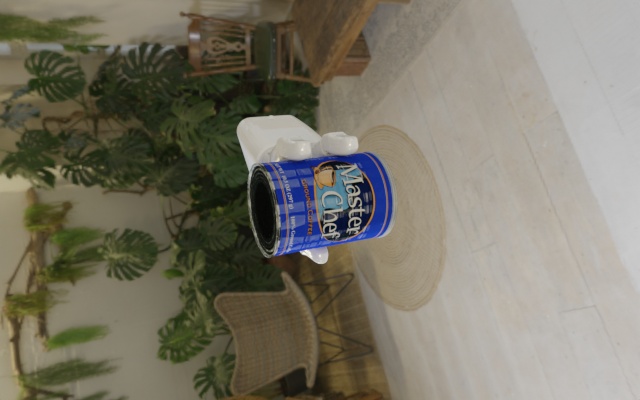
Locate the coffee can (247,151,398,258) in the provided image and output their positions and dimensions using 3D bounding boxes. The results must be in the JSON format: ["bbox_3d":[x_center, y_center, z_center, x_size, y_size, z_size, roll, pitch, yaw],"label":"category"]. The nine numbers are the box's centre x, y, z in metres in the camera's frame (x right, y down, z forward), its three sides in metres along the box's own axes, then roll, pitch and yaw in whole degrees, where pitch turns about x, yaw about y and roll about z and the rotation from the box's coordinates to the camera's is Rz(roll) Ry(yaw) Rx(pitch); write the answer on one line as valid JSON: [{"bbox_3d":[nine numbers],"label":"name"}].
[{"bbox_3d":[0.000,0.002,0.536,0.140,0.103,0.103,-8,3,-23],"label":"coffee can"}]
